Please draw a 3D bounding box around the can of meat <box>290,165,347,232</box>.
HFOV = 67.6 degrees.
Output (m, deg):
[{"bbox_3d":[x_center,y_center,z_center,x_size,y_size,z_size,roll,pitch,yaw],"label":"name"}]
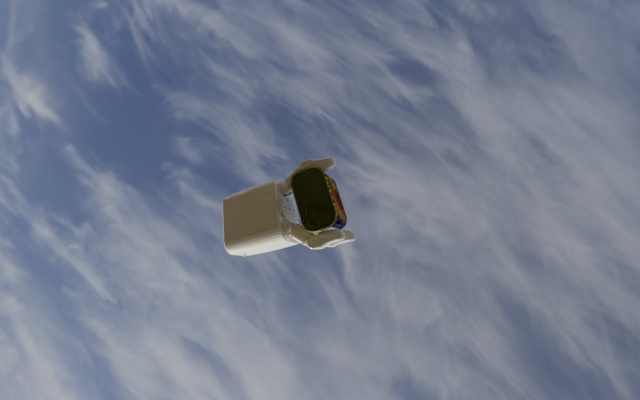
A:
[{"bbox_3d":[0.000,0.002,0.777,0.057,0.102,0.084,-20,-13,14],"label":"can of meat"}]
